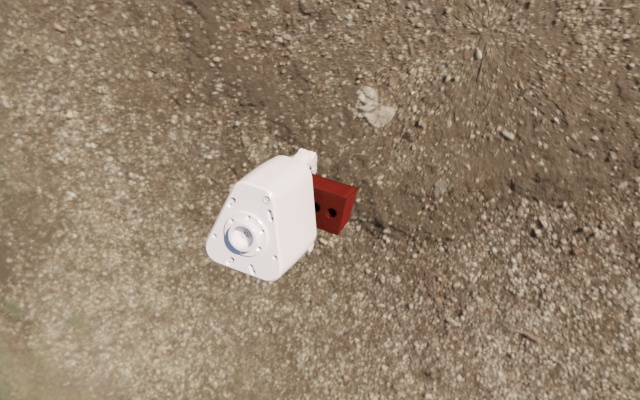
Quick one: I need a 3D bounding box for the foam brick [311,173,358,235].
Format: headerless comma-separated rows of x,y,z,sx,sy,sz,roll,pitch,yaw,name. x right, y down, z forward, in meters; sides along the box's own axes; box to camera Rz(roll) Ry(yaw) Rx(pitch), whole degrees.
0.000,0.002,0.612,0.078,0.053,0.051,18,22,12,foam brick
